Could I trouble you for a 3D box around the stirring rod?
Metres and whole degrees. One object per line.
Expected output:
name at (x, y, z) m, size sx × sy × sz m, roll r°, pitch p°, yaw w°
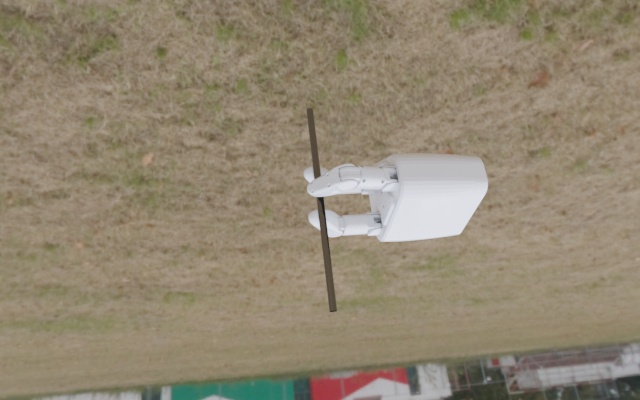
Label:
stirring rod at (0.000, 0.002, 0.530) m, size 0.011 × 0.239 × 0.011 m, roll -6°, pitch -22°, yaw -2°
